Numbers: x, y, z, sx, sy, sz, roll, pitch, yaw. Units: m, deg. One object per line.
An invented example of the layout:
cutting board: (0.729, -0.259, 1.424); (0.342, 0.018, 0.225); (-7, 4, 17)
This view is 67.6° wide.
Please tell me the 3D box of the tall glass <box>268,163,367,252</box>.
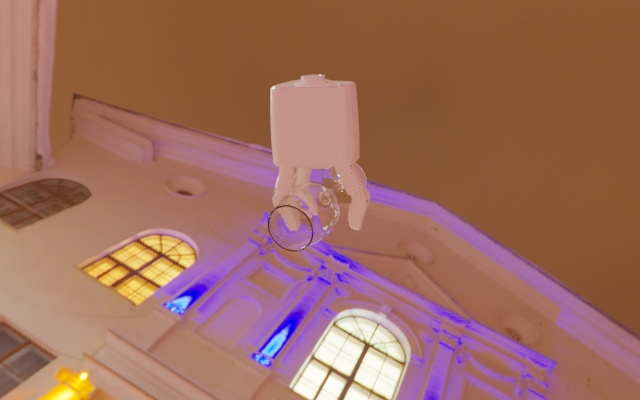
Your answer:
tall glass: (0.000, 0.002, 0.666); (0.079, 0.079, 0.201); (0, 19, 23)
